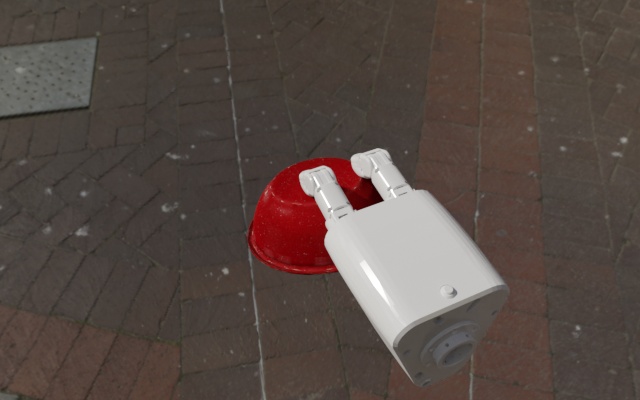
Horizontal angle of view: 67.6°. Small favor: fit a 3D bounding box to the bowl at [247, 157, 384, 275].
[{"bbox_3d":[-0.001,0.001,0.481,0.162,0.055,0.162,-8,32,5],"label":"bowl"}]
